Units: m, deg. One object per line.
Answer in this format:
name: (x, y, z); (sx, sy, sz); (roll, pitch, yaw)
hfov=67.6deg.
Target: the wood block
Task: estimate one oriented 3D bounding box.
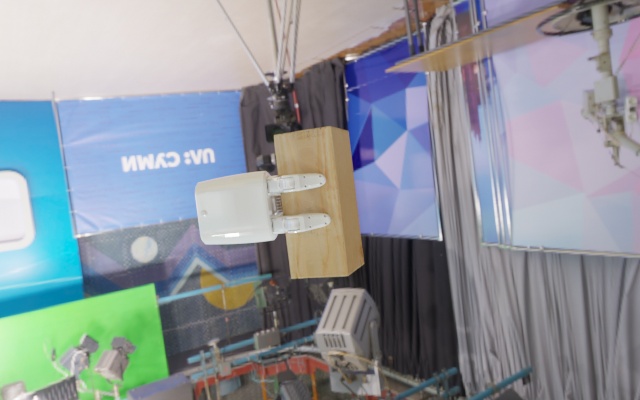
wood block: (0.000, 0.002, 0.704); (0.090, 0.206, 0.091); (-6, 2, 19)
